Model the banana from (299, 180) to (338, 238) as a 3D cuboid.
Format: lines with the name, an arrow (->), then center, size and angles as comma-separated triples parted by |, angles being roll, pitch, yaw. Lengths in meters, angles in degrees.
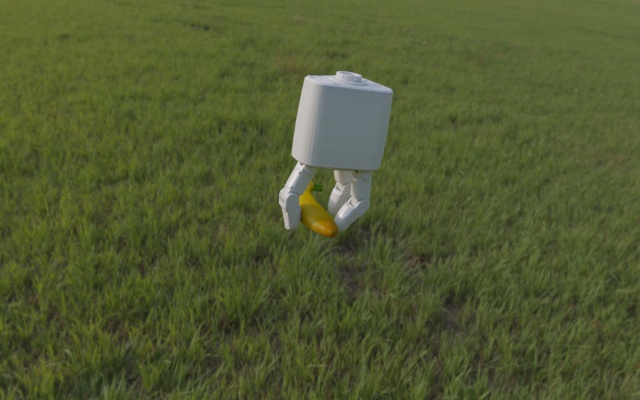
banana -> -0.018, -0.002, 0.704 | 0.069, 0.037, 0.197 | 9, 21, -9
